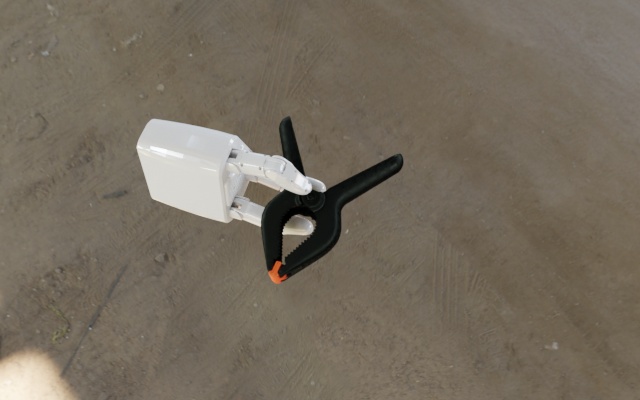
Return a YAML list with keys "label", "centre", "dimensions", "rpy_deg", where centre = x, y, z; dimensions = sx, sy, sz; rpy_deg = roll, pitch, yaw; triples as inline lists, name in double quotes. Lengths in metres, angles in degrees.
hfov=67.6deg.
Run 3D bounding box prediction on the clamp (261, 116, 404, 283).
- label: "clamp"
  centre: [0.000, 0.002, 0.563]
  dimensions: [0.164, 0.210, 0.036]
  rpy_deg: [14, -25, 11]
